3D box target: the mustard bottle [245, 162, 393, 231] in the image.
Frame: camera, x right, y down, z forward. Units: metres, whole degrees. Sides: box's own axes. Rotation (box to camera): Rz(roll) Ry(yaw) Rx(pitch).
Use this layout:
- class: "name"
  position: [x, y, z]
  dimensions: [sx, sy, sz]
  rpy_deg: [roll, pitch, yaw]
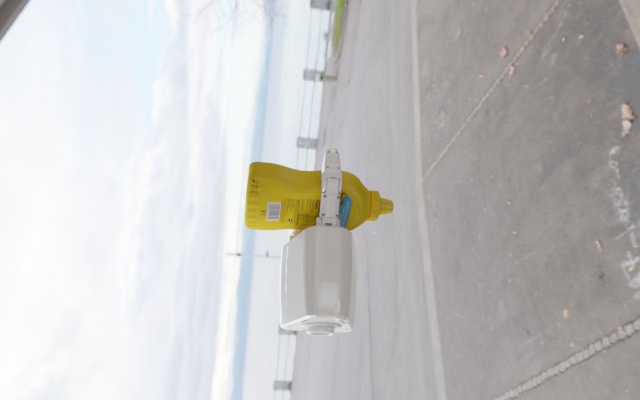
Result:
- class: "mustard bottle"
  position: [0.000, 0.002, 0.620]
  dimensions: [0.191, 0.096, 0.058]
  rpy_deg: [5, 41, -7]
